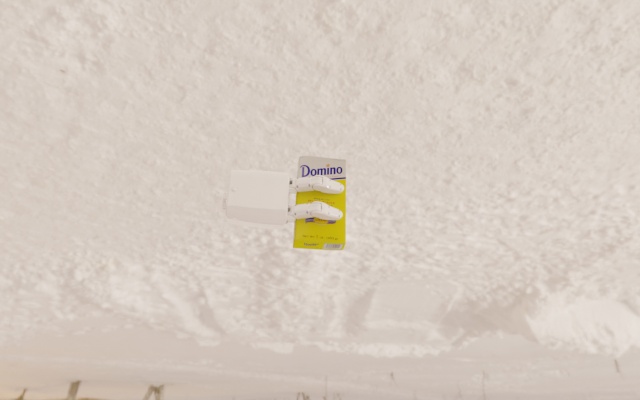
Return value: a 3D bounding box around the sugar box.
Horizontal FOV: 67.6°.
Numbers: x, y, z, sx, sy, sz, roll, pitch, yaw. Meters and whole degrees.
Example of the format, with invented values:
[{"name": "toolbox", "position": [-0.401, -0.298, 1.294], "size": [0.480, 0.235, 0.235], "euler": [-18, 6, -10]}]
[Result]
[{"name": "sugar box", "position": [0.000, 0.003, 0.881], "size": [0.093, 0.176, 0.048], "euler": [4, -26, -6]}]
